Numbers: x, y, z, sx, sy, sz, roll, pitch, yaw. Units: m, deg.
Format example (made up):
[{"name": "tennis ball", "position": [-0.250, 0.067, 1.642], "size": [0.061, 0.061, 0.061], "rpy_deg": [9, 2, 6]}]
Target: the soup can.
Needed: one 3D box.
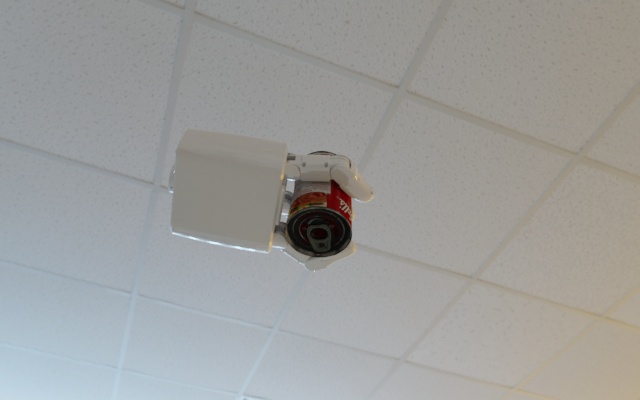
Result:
[{"name": "soup can", "position": [0.001, 0.001, 0.514], "size": [0.068, 0.069, 0.102], "rpy_deg": [0, 39, 3]}]
